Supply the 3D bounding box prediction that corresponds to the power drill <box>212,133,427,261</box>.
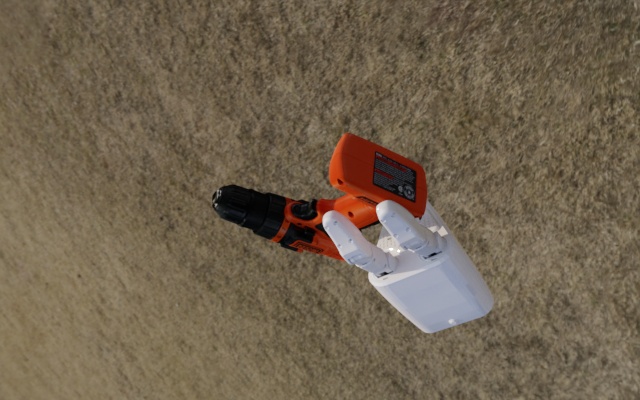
[{"bbox_3d":[0.001,0.002,0.490,0.184,0.057,0.188,19,-28,-26],"label":"power drill"}]
